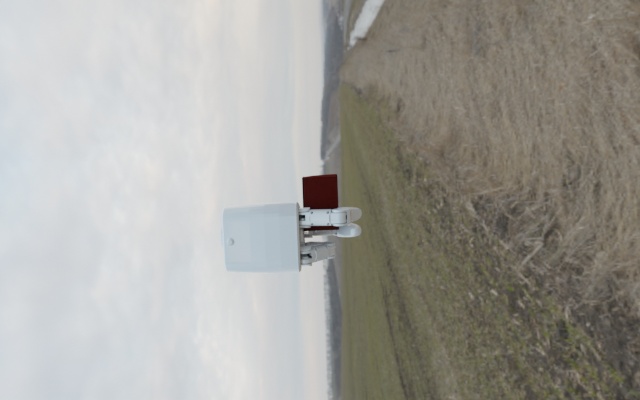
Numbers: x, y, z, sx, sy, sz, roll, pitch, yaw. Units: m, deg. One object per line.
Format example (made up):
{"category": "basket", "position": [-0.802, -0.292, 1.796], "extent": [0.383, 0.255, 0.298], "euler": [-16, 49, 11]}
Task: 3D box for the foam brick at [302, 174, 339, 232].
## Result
{"category": "foam brick", "position": [0.000, 0.002, 0.692], "extent": [0.051, 0.078, 0.053], "euler": [-2, 6, 1]}
